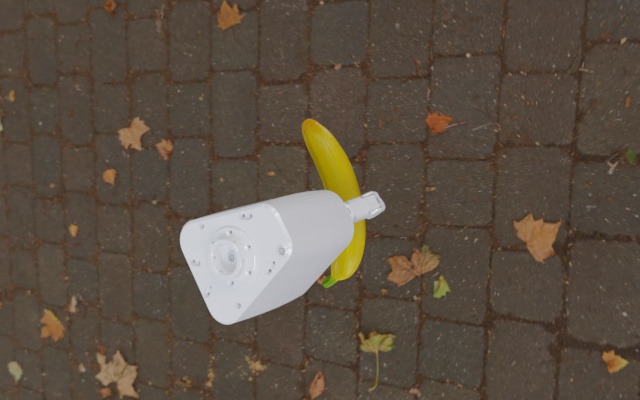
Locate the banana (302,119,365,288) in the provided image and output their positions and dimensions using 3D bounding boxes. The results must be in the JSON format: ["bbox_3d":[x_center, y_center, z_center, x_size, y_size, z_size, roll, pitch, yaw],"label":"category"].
[{"bbox_3d":[0.016,0.004,0.531,0.069,0.198,0.037,-4,4,33],"label":"banana"}]
